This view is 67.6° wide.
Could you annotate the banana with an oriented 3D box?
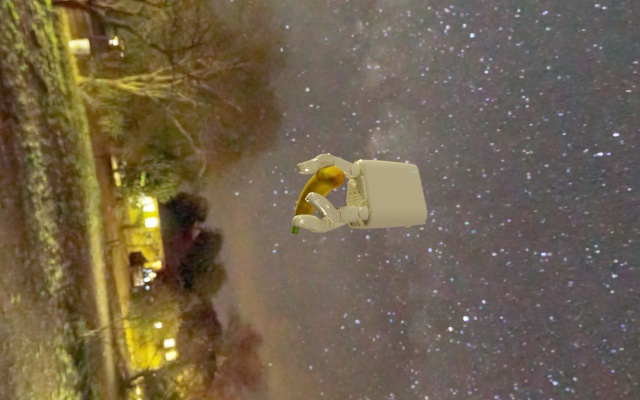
[{"bbox_3d":[-0.002,-0.012,0.787,0.037,0.069,0.198,10,-32,-19],"label":"banana"}]
